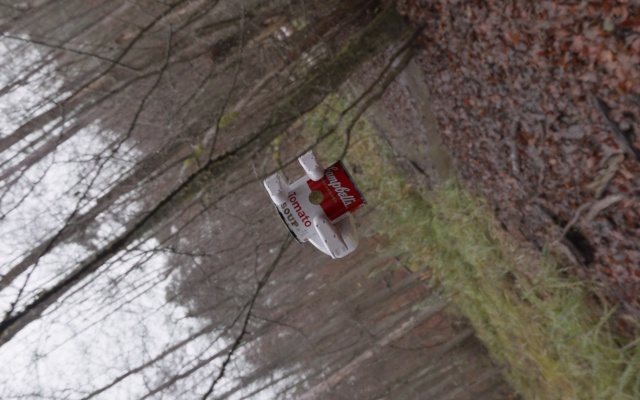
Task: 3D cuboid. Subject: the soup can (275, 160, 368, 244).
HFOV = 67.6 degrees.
[{"bbox_3d":[0.000,0.002,0.620,0.102,0.068,0.068,-32,-2,3],"label":"soup can"}]
